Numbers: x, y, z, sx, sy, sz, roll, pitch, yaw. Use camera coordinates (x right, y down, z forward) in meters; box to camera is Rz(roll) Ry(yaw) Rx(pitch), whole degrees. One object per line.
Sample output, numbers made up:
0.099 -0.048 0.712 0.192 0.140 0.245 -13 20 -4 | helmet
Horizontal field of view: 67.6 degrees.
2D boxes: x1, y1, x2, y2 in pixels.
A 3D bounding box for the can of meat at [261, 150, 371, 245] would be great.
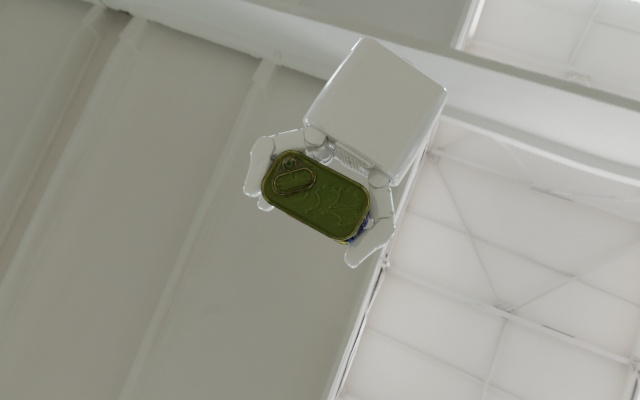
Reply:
0.000 0.002 0.479 0.102 0.057 0.084 28 -6 12 | can of meat
